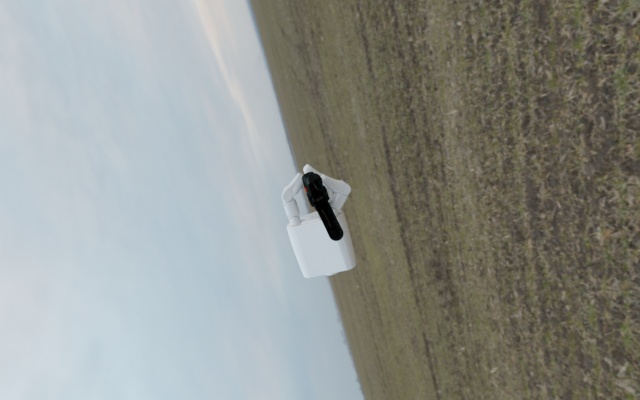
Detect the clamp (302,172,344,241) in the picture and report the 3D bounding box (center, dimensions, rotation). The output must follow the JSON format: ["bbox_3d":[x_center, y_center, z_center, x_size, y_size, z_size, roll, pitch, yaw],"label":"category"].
[{"bbox_3d":[-0.001,0.003,0.834,0.039,0.120,0.171,-17,10,-2],"label":"clamp"}]
